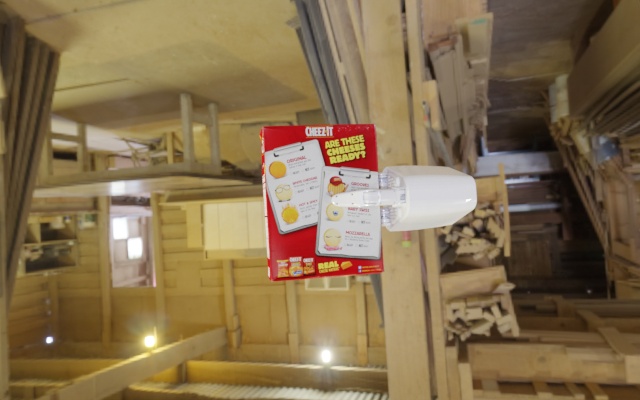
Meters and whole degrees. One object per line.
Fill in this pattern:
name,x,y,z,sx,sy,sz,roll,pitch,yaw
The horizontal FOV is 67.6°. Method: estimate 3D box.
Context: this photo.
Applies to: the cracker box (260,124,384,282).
cracker box,0.000,0.002,0.691,0.164,0.213,0.072,-3,-2,-12
